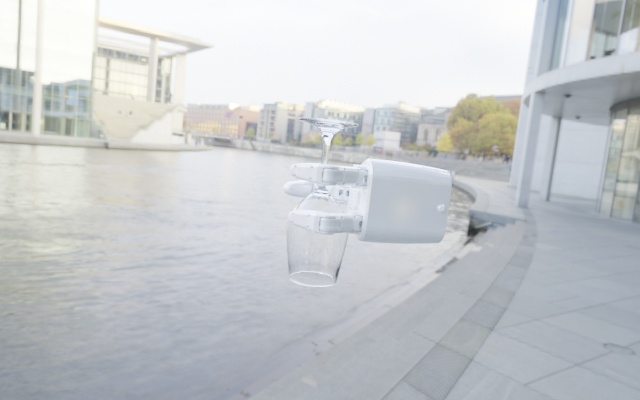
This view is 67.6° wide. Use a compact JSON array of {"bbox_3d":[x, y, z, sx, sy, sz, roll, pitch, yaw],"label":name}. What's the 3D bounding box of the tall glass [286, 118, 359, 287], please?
[{"bbox_3d":[0.000,0.001,0.595,0.079,0.201,0.079,6,6,-1],"label":"tall glass"}]
